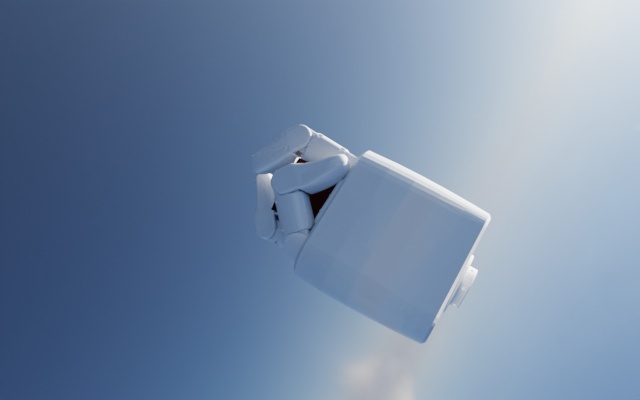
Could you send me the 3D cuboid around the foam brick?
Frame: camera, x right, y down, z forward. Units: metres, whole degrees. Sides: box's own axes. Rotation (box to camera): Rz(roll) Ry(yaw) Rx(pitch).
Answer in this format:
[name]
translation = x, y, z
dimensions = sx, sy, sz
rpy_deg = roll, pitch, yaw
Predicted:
[foam brick]
translation = 0.000, 0.001, 0.433
dimensions = 0.051, 0.053, 0.078
rpy_deg = 28, 1, 17
